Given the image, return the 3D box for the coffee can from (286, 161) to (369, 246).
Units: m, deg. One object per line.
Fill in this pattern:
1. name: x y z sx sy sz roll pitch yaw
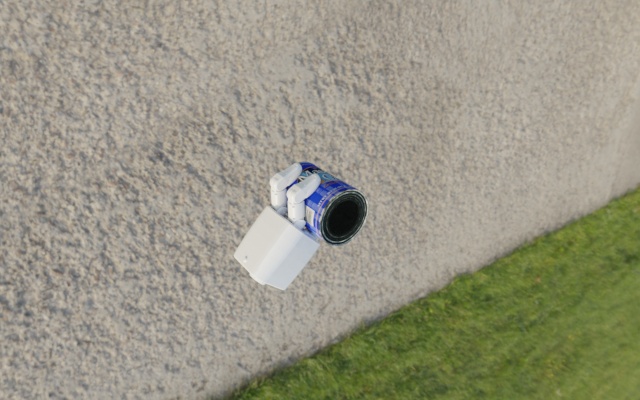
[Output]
1. coffee can: 0.000 0.003 0.826 0.103 0.103 0.140 0 22 -39
